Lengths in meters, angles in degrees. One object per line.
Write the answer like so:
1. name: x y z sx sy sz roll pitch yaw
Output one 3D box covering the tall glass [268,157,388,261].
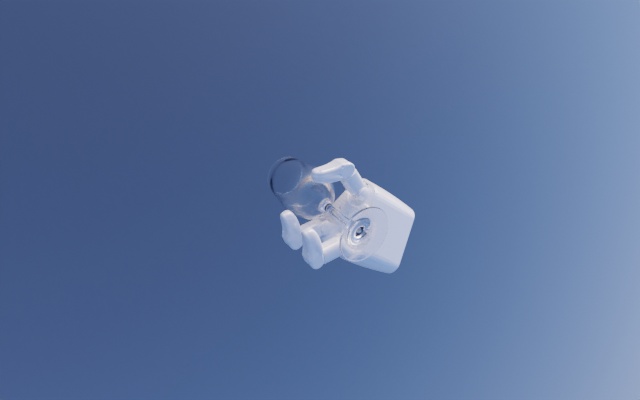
1. tall glass: 0.000 0.002 0.653 0.079 0.079 0.201 0 24 -37
